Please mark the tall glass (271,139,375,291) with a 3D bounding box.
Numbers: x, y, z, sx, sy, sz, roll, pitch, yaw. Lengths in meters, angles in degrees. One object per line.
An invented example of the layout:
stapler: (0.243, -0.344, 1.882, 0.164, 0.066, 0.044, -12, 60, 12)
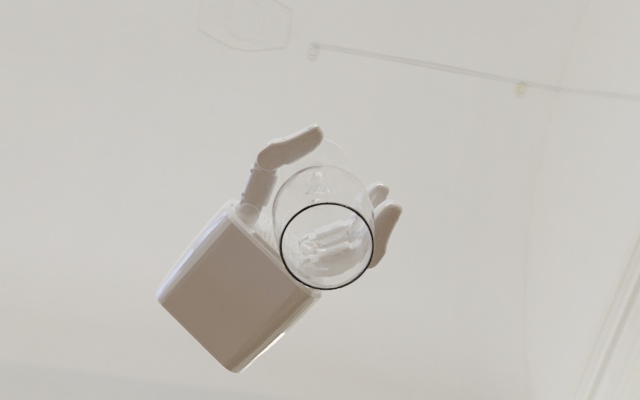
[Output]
tall glass: (0.000, 0.001, 0.401, 0.079, 0.079, 0.201, 0, 17, -3)
